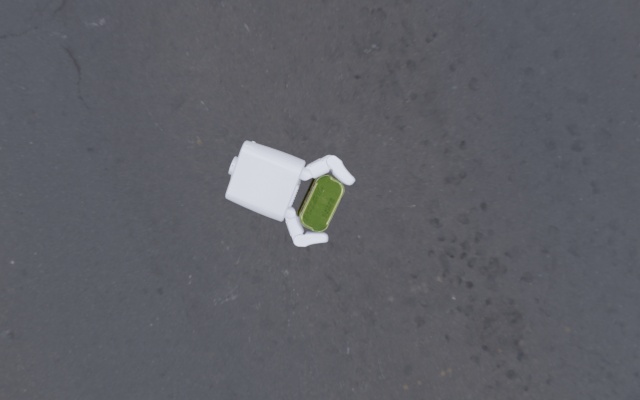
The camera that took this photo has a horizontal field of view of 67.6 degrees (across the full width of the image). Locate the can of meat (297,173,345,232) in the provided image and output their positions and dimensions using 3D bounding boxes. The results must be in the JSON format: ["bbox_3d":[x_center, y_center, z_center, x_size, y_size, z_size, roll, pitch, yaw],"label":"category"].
[{"bbox_3d":[0.000,0.003,0.835,0.057,0.102,0.084,25,2,-4],"label":"can of meat"}]
